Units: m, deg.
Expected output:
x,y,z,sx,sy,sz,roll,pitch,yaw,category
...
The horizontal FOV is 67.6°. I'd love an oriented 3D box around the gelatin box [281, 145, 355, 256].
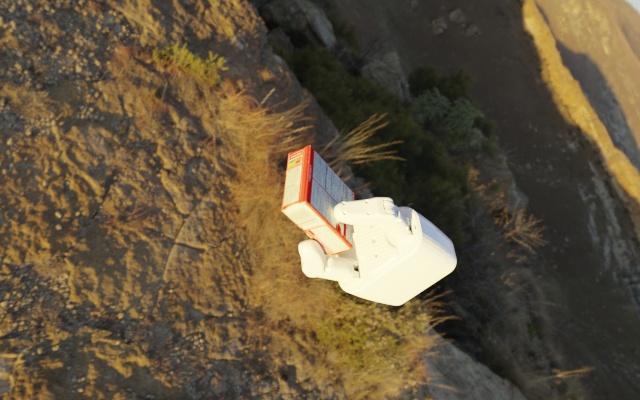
x,y,z,sx,sy,sz,roll,pitch,yaw,category
0.000,0.001,0.473,0.030,0.073,0.089,-20,-45,27,gelatin box
